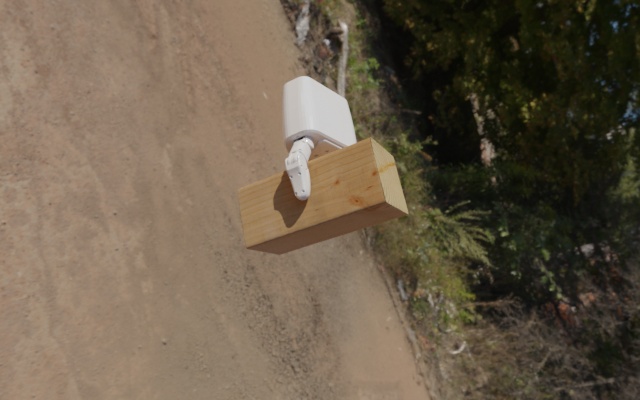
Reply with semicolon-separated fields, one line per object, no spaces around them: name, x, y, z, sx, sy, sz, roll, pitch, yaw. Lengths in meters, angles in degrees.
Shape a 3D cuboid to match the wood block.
wood block;0.000;0.002;0.653;0.206;0.090;0.091;-20;-20;23
